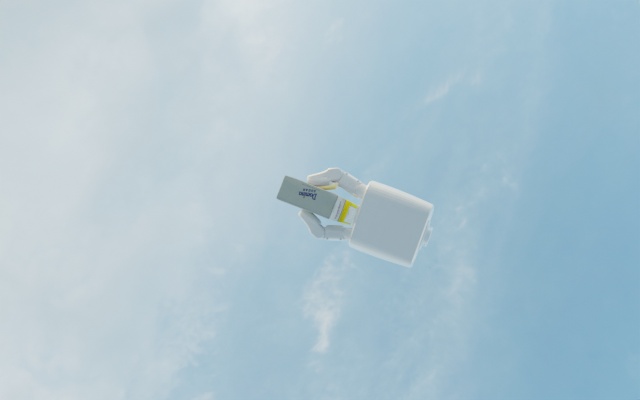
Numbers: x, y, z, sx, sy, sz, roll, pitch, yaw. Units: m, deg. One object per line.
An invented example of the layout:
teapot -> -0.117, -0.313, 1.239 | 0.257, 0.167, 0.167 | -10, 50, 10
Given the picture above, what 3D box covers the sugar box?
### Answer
sugar box -> 0.000, 0.002, 0.801 | 0.093, 0.048, 0.176 | 21, -3, 15
